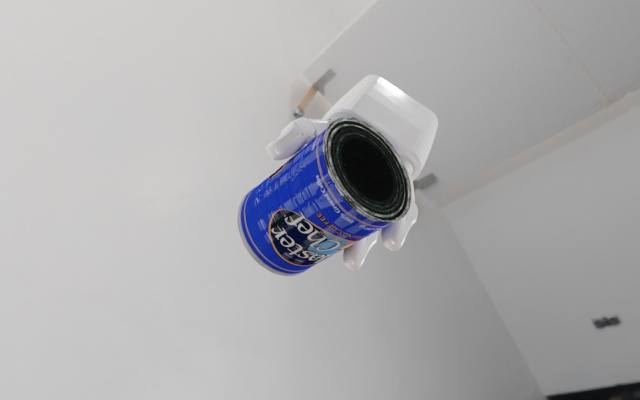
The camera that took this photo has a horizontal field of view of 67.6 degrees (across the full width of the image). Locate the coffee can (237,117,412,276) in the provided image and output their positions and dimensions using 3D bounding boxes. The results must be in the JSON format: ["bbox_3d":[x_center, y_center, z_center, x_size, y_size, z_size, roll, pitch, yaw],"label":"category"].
[{"bbox_3d":[0.000,0.002,0.455,0.103,0.102,0.140,0,-25,-43],"label":"coffee can"}]
